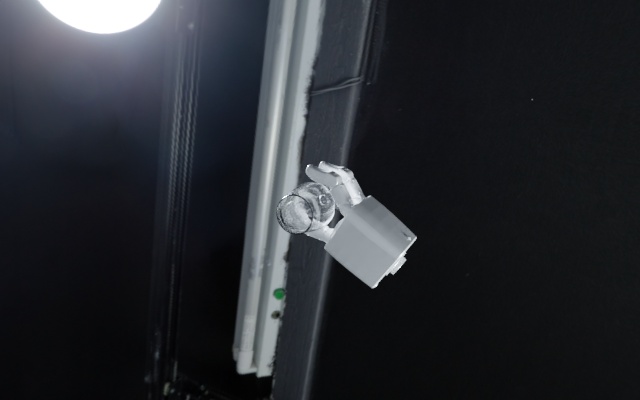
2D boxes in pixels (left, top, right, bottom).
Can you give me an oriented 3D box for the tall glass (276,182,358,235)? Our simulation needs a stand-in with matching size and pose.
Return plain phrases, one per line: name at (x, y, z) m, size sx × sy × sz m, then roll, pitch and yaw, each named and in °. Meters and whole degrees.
tall glass at (0.000, 0.002, 0.802) m, size 0.079 × 0.079 × 0.201 m, roll 0°, pitch 11°, yaw 24°
